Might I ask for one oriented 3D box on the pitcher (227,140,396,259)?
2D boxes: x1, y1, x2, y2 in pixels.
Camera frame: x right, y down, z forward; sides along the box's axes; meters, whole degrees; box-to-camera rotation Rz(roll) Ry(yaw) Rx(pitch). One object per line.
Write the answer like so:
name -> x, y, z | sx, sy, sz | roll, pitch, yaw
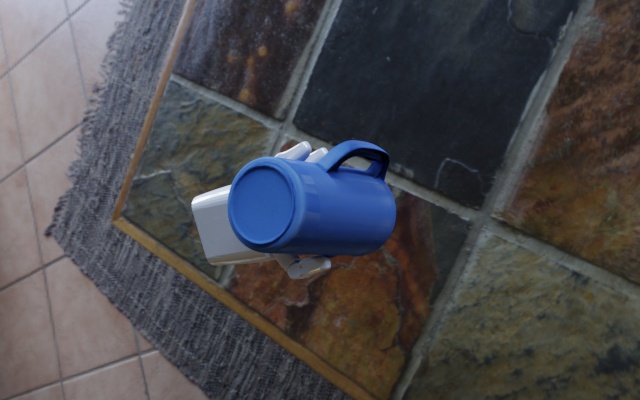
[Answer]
pitcher -> 0.000, 0.002, 0.623 | 0.145, 0.149, 0.243 | -11, -9, 29
